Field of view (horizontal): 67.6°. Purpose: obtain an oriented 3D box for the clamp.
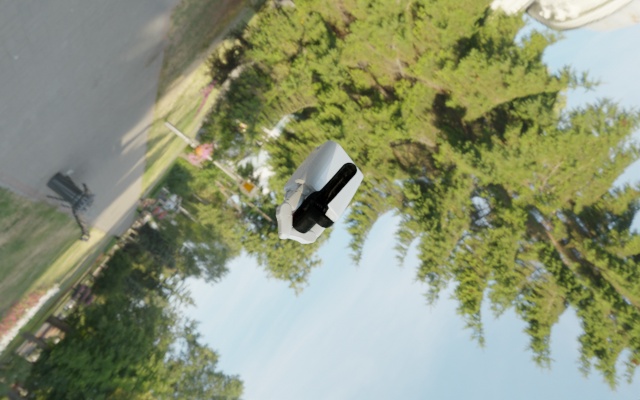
[{"bbox_3d":[0.000,0.003,0.786,0.039,0.120,0.171,41,-24,-14],"label":"clamp"}]
